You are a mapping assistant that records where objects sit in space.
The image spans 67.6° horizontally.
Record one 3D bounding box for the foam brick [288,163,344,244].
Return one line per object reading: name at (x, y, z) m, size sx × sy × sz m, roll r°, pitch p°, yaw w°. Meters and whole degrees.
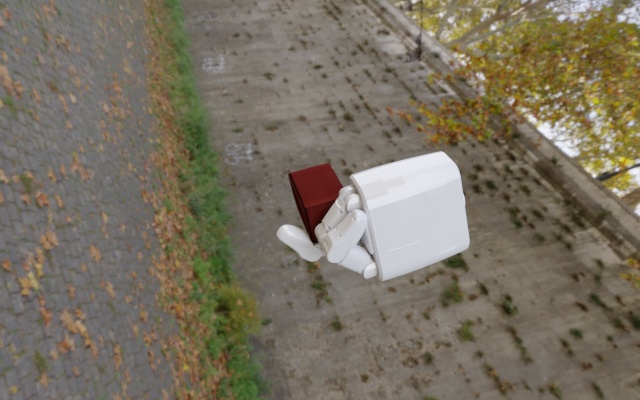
foam brick at (0.000, 0.002, 0.550) m, size 0.051 × 0.053 × 0.078 m, roll -18°, pitch 38°, yaw -7°
